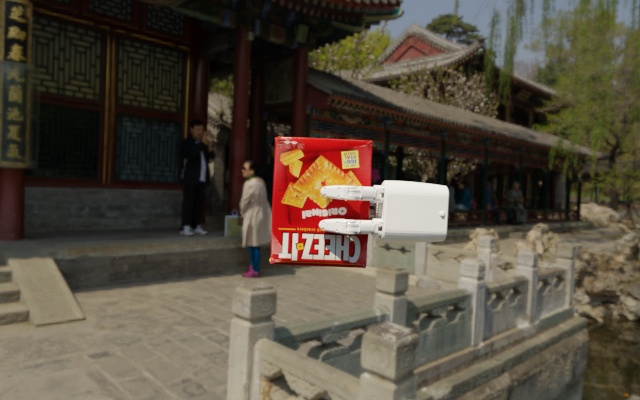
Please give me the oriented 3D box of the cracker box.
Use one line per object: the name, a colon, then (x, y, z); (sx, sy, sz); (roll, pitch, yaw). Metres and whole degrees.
cracker box: (0.000, 0.002, 0.812); (0.164, 0.213, 0.072); (3, 2, -2)
